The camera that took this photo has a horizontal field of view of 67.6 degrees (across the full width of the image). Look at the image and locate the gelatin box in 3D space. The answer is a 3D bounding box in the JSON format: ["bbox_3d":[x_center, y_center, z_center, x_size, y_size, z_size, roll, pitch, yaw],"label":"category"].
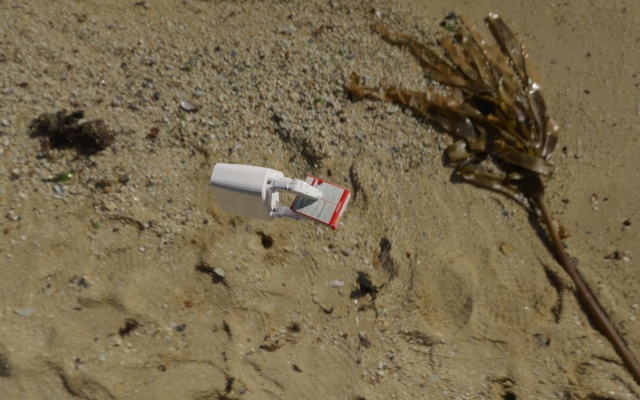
[{"bbox_3d":[0.000,0.003,0.861,0.089,0.073,0.030,21,-14,20],"label":"gelatin box"}]
